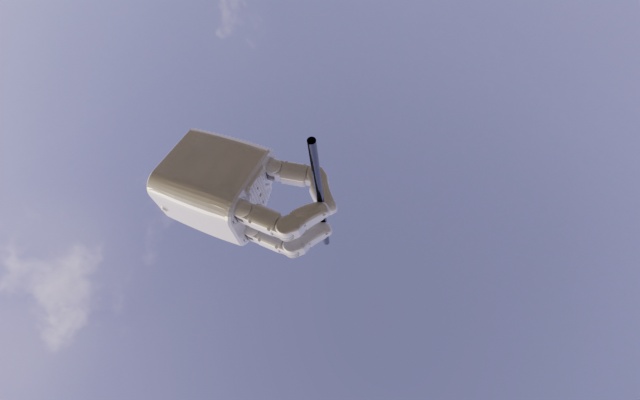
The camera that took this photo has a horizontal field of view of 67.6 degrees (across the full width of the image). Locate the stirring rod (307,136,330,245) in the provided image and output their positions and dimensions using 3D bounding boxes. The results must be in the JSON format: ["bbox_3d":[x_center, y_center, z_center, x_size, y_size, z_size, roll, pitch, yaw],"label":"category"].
[{"bbox_3d":[0.000,0.002,0.507,0.011,0.011,0.240,0,-25,4],"label":"stirring rod"}]
